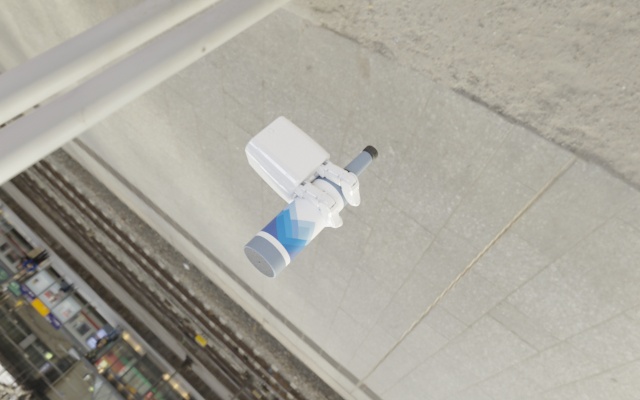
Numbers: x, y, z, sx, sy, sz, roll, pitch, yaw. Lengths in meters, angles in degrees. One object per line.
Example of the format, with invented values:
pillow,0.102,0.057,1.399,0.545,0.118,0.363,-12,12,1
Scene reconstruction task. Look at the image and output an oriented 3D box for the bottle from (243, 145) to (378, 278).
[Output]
bottle,0.000,0.003,0.788,0.295,0.069,0.069,-44,25,-28
